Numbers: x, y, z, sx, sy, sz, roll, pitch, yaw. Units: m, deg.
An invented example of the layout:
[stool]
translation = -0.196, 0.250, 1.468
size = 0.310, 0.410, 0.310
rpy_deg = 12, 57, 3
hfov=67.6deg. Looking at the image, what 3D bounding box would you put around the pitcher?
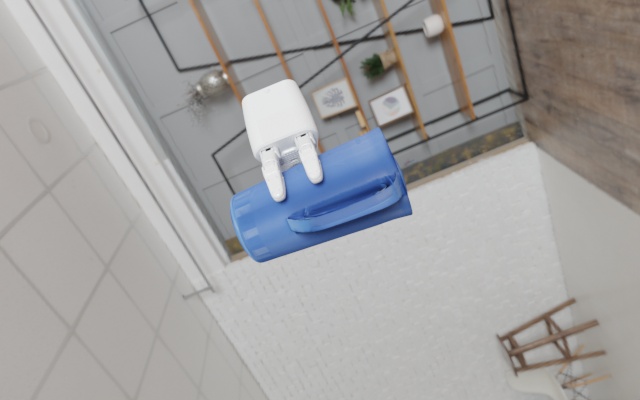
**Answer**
[pitcher]
translation = 0.000, 0.002, 0.676
size = 0.243, 0.145, 0.149
rpy_deg = -22, -28, 5
